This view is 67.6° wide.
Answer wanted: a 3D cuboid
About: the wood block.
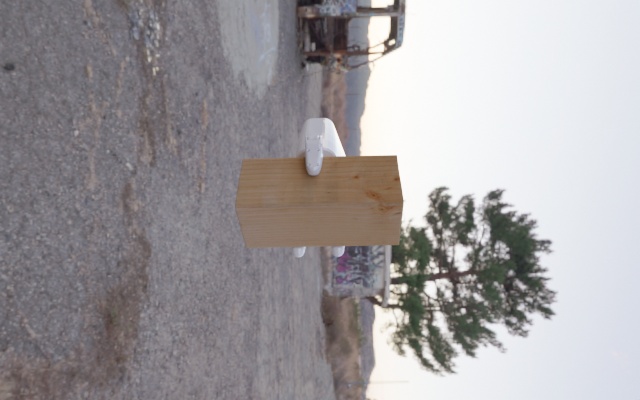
[{"bbox_3d":[0.000,0.002,0.637,0.206,0.090,0.091,-2,-42,3],"label":"wood block"}]
